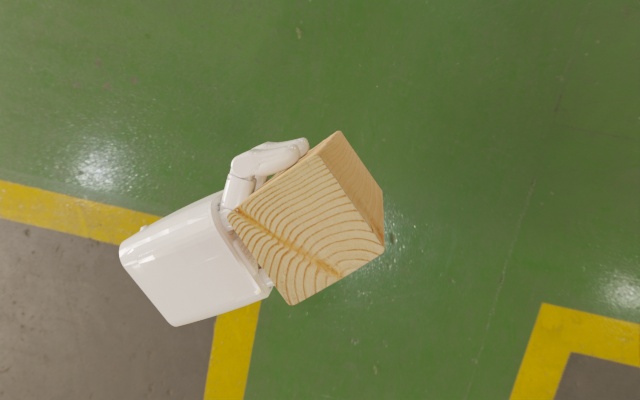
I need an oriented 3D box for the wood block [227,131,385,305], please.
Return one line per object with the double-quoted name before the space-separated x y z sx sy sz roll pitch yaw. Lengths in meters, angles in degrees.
"wood block" 0.000 0.002 0.455 0.090 0.091 0.206 -33 8 13
